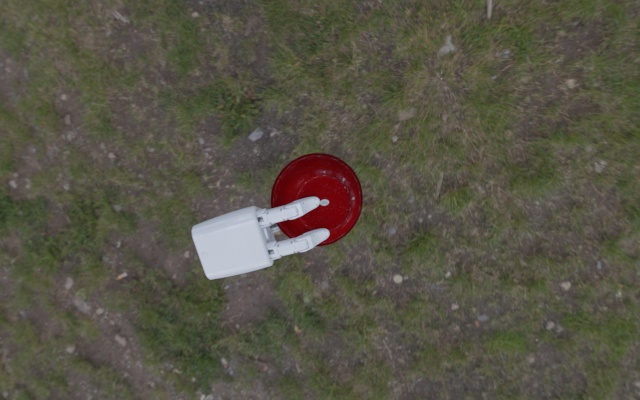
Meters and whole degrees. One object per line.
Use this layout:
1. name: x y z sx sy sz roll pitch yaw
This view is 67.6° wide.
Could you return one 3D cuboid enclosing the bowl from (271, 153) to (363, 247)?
1. bowl: 0.001 0.002 0.792 0.162 0.162 0.055 0 7 -12
